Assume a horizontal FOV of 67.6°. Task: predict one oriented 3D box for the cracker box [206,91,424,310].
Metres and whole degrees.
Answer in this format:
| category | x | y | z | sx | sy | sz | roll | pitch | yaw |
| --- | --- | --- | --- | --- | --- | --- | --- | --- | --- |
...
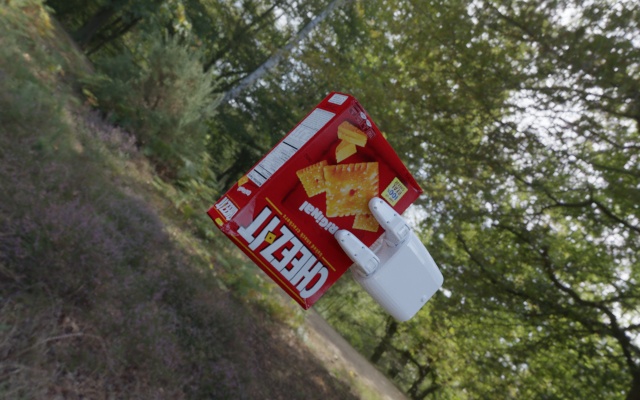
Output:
| category | x | y | z | sx | sy | sz | roll | pitch | yaw |
| --- | --- | --- | --- | --- | --- | --- | --- | --- | --- |
| cracker box | 0.000 | 0.002 | 0.580 | 0.164 | 0.213 | 0.072 | 49 | -8 | -30 |
